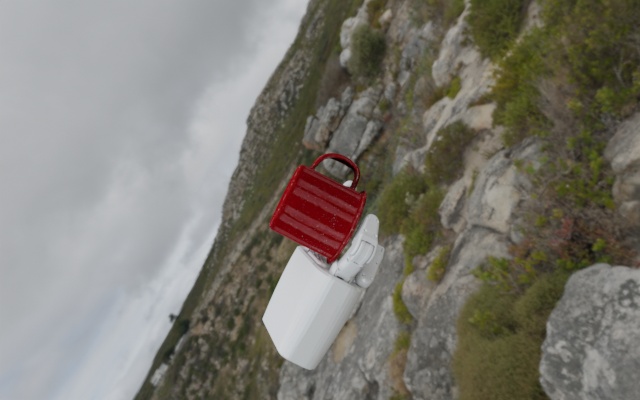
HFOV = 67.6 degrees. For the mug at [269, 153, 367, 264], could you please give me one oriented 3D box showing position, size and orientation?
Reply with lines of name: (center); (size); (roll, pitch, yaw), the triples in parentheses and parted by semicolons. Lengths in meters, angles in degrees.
mug: (0.001, 0.000, 0.538); (0.081, 0.117, 0.093); (27, 2, -6)
